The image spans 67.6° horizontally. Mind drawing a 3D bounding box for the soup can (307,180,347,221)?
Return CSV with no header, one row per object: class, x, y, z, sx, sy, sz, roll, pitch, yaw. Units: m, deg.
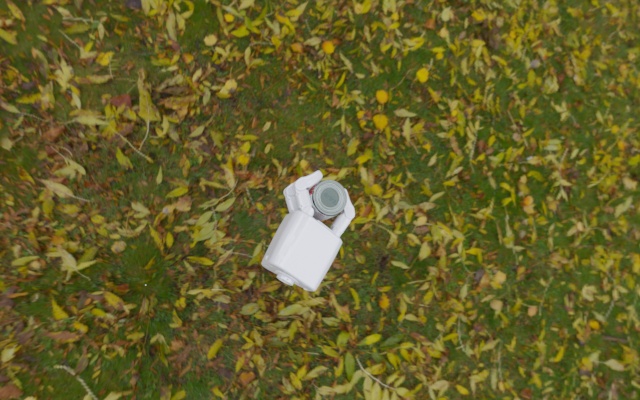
soup can,0.001,0.003,0.893,0.068,0.068,0.102,0,-9,-20
